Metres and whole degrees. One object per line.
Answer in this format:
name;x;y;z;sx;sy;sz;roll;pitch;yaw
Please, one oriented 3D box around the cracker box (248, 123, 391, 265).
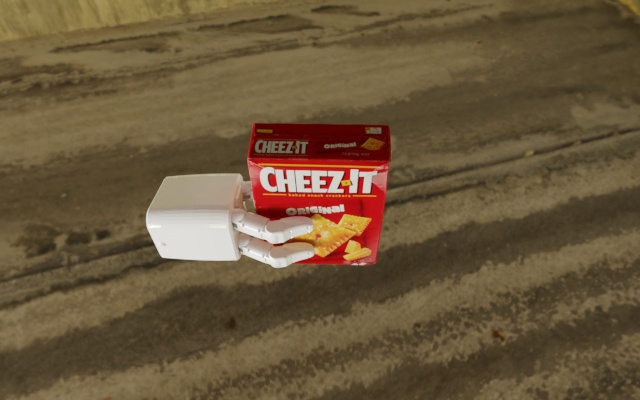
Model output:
cracker box;0.000;0.002;0.625;0.164;0.072;0.214;1;-40;1
